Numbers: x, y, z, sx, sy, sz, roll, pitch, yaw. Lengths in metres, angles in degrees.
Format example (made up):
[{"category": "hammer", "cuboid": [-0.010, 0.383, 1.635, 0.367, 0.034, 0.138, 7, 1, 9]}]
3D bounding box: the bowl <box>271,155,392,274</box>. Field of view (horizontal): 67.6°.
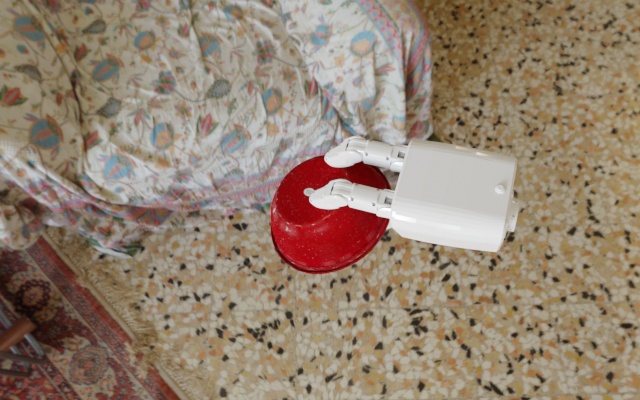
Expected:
[{"category": "bowl", "cuboid": [-0.001, 0.002, 0.562, 0.162, 0.162, 0.055, 0, -30, 29]}]
